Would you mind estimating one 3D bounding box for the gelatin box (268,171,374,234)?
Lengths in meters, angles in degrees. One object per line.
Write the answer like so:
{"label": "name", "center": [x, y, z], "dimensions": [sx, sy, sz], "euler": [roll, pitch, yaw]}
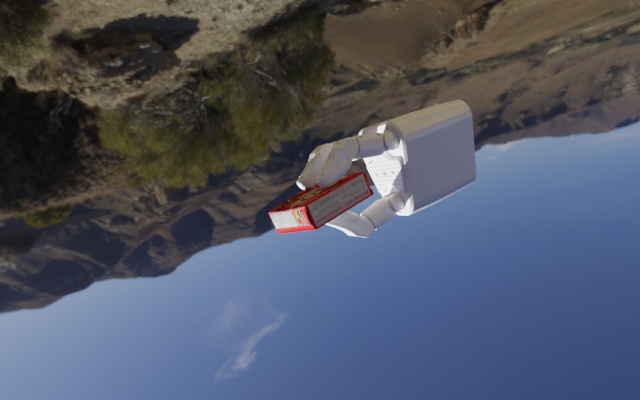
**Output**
{"label": "gelatin box", "center": [0.000, 0.002, 0.508], "dimensions": [0.089, 0.030, 0.073], "euler": [-31, 12, -34]}
